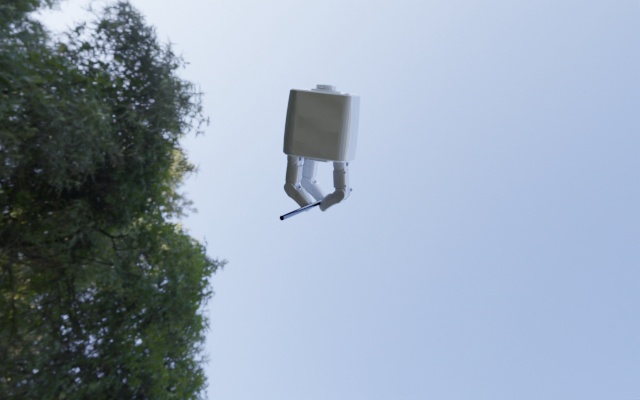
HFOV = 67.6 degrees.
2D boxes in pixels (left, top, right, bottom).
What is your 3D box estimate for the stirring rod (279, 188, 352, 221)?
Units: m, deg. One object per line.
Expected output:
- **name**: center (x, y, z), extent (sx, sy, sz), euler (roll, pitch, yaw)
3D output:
- **stirring rod**: center (0.000, 0.003, 0.803), extent (0.011, 0.011, 0.239), euler (0, 11, 29)
